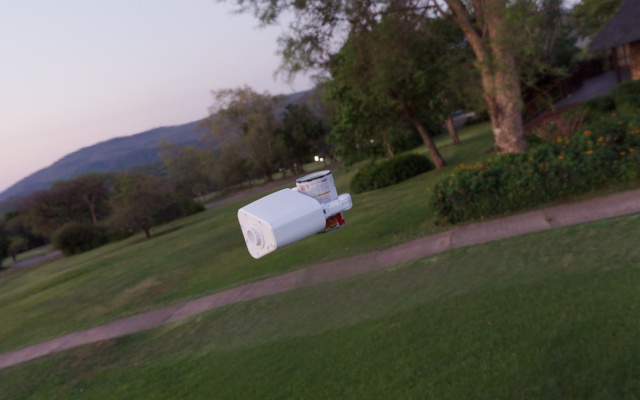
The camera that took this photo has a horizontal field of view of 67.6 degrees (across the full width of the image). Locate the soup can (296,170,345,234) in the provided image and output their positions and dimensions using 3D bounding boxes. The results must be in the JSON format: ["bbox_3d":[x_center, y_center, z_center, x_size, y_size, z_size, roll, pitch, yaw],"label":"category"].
[{"bbox_3d":[0.001,0.002,0.878,0.068,0.102,0.068,-15,10,3],"label":"soup can"}]
